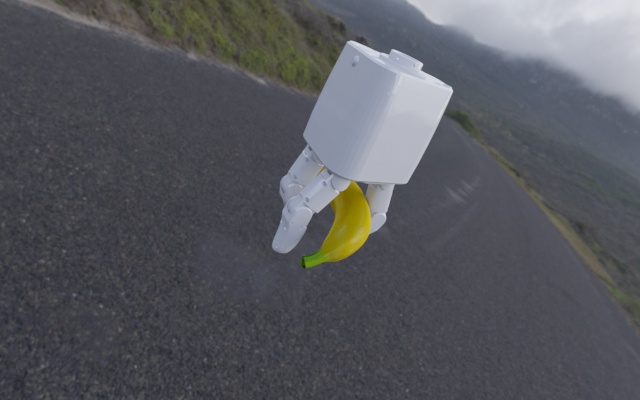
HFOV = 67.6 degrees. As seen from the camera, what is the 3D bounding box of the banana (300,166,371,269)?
[{"bbox_3d":[0.018,0.006,0.513,0.069,0.037,0.197,9,28,-4],"label":"banana"}]
